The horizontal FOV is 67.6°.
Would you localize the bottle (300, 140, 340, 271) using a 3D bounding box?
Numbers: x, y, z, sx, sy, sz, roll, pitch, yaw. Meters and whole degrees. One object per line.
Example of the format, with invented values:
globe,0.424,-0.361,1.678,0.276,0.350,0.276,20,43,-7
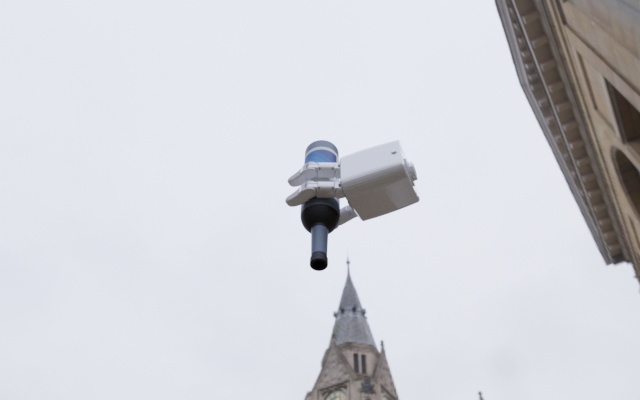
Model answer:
bottle,0.000,0.003,0.824,0.069,0.069,0.295,0,40,1
